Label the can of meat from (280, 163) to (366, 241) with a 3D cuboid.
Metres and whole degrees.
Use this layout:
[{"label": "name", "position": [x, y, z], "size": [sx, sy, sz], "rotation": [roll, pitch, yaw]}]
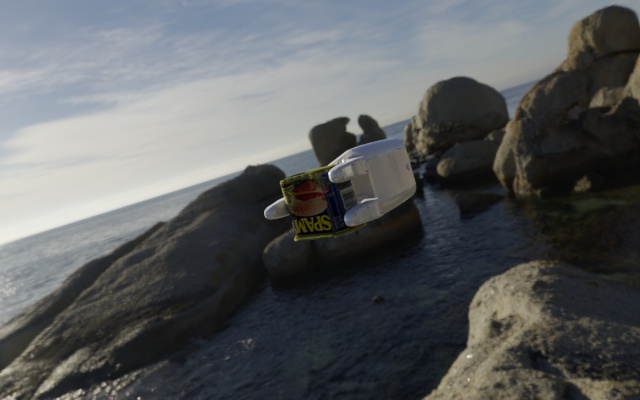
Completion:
[{"label": "can of meat", "position": [0.000, 0.002, 0.613], "size": [0.057, 0.084, 0.102], "rotation": [-22, 8, -42]}]
